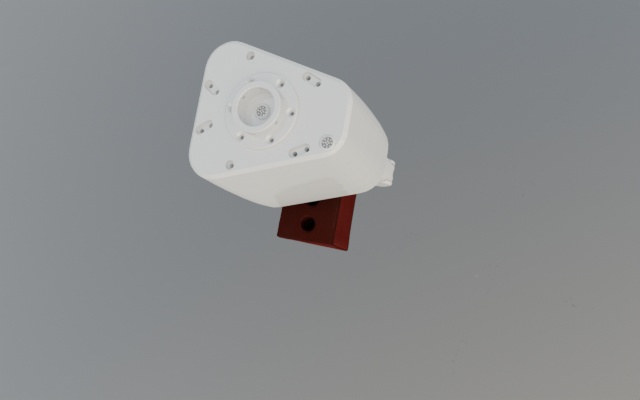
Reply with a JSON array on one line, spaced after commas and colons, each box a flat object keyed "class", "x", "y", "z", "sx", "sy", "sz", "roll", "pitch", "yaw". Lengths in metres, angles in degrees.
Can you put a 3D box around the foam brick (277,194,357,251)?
[{"class": "foam brick", "x": 0.000, "y": 0.002, "z": 0.422, "sx": 0.053, "sy": 0.078, "sz": 0.051, "roll": 8, "pitch": -6, "yaw": 18}]
